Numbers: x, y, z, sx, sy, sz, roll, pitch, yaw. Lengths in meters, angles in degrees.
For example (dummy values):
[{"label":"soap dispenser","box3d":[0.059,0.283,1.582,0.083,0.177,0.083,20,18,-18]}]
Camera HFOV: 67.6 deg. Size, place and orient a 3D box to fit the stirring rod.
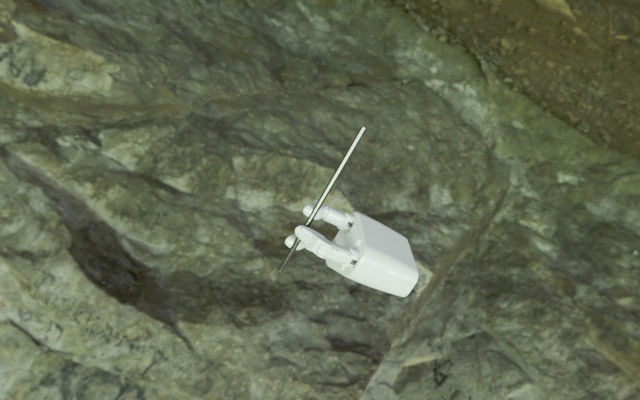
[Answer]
[{"label":"stirring rod","box3d":[0.000,0.002,0.676,0.011,0.239,0.011,29,13,-7]}]
